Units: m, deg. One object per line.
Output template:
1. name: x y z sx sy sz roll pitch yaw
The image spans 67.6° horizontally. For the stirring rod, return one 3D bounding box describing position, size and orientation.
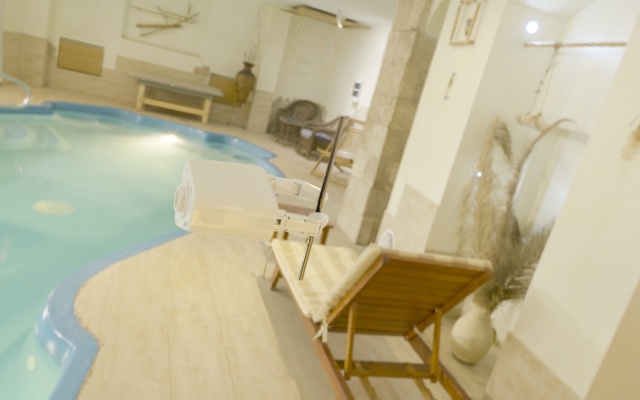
1. stirring rod: 0.000 0.002 0.665 0.011 0.239 0.011 14 14 -4
